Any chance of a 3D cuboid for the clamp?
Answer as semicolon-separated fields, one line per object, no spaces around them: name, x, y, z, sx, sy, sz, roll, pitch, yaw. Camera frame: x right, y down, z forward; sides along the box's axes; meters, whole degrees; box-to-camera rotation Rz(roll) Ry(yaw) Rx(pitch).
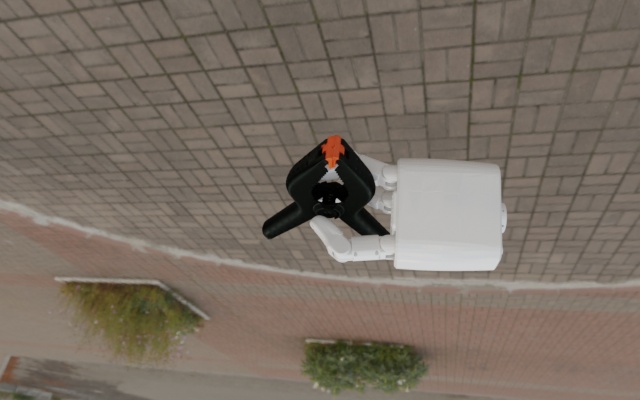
clamp;0.000;0.002;0.536;0.164;0.036;0.210;1;-30;7
